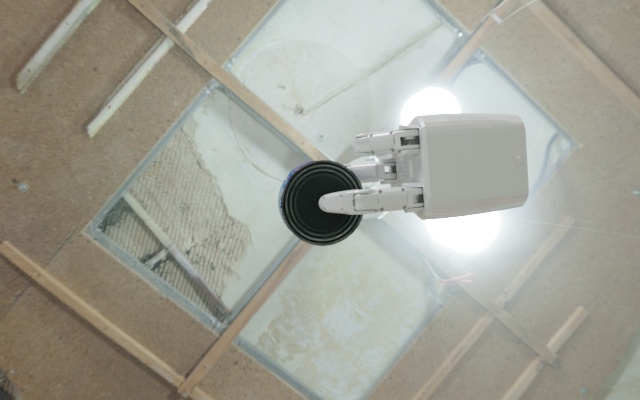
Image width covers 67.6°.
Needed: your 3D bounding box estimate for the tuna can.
[{"bbox_3d":[0.000,0.002,0.489,0.086,0.086,0.034,0,4,-13],"label":"tuna can"}]
